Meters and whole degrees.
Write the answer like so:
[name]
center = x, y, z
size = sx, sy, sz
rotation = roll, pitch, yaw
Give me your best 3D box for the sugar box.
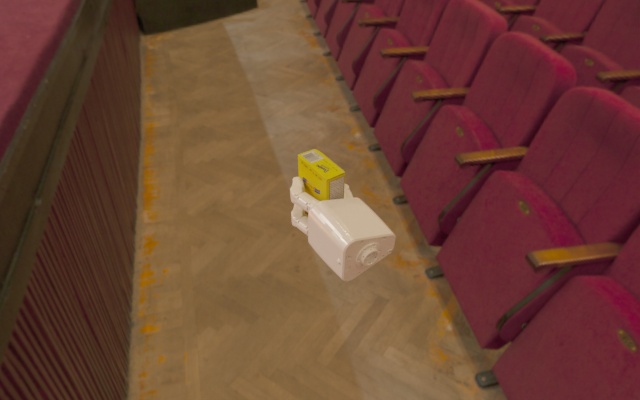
[sugar box]
center = 0.000, 0.003, 0.875
size = 0.048, 0.176, 0.093
rotation = -22, 44, -27
